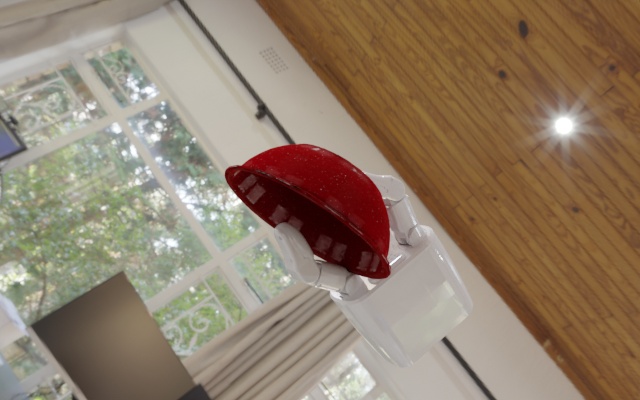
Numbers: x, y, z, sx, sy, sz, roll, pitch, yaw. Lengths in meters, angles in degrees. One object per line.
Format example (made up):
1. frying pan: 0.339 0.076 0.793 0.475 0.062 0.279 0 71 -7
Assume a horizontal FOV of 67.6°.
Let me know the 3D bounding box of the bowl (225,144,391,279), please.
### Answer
1. bowl: 0.000 0.000 0.408 0.162 0.055 0.162 29 -17 10
